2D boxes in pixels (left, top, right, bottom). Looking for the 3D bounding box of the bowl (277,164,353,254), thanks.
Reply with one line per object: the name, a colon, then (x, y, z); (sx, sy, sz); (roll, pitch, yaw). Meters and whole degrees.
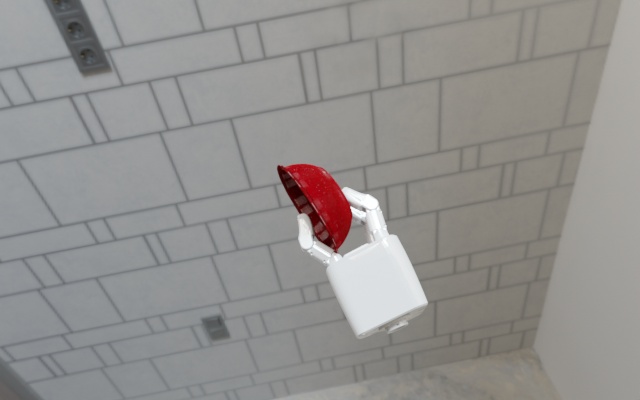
bowl: (0.000, 0.001, 0.718); (0.055, 0.162, 0.162); (-34, 7, -10)
